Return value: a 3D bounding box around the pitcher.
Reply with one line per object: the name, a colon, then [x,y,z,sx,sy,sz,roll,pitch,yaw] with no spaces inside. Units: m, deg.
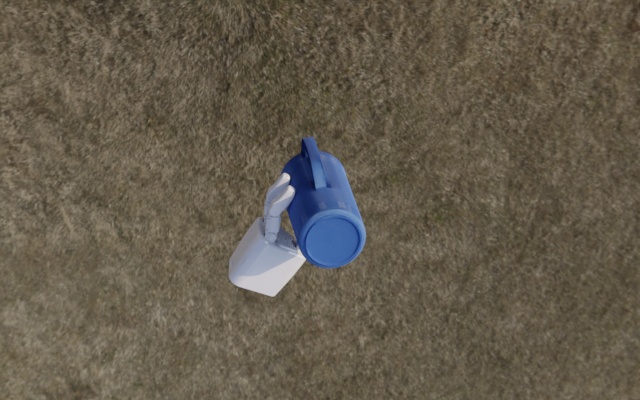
pitcher: [0.000,0.003,0.838,0.149,0.145,0.242,34,15,-22]
